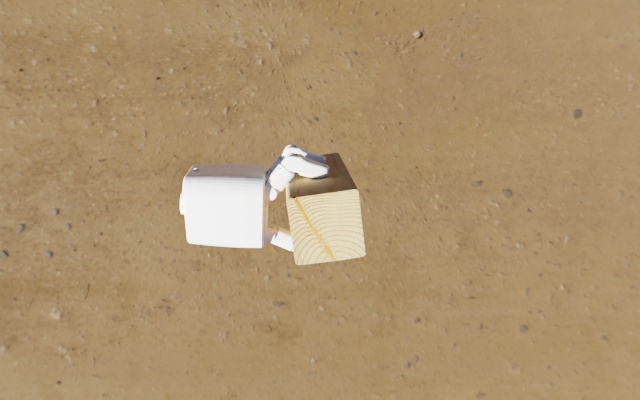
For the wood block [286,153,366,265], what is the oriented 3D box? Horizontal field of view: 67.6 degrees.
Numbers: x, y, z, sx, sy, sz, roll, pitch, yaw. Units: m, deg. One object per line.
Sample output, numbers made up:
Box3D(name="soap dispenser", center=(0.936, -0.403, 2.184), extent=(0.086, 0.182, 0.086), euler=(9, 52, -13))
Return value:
Box3D(name="wood block", center=(0.000, 0.003, 0.674), extent=(0.090, 0.091, 0.206), euler=(-8, 19, -2))
